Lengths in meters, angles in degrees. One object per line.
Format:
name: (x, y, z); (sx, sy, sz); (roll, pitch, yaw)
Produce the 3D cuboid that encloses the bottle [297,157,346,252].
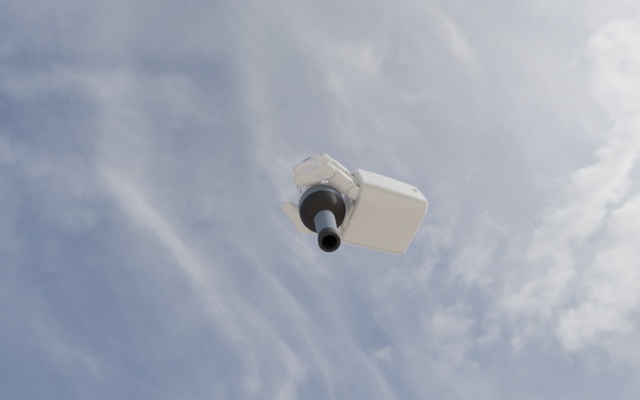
bottle: (0.000, 0.002, 0.707); (0.069, 0.069, 0.295); (0, 19, -4)
